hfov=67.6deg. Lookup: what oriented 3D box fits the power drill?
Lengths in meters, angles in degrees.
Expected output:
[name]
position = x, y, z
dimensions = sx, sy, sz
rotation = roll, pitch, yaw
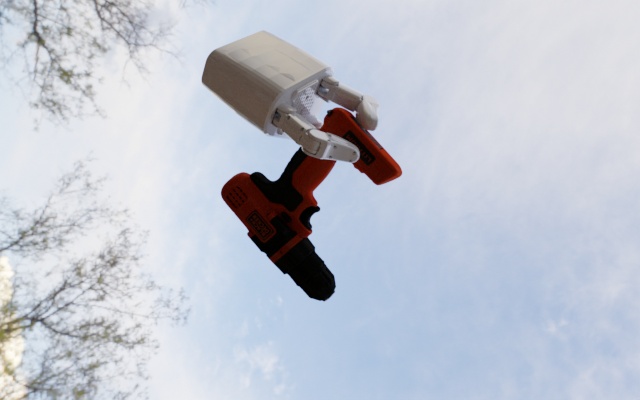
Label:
[power drill]
position = 0.000, 0.001, 0.550
dimensions = 0.188, 0.184, 0.057
rotation = -42, 0, 14
